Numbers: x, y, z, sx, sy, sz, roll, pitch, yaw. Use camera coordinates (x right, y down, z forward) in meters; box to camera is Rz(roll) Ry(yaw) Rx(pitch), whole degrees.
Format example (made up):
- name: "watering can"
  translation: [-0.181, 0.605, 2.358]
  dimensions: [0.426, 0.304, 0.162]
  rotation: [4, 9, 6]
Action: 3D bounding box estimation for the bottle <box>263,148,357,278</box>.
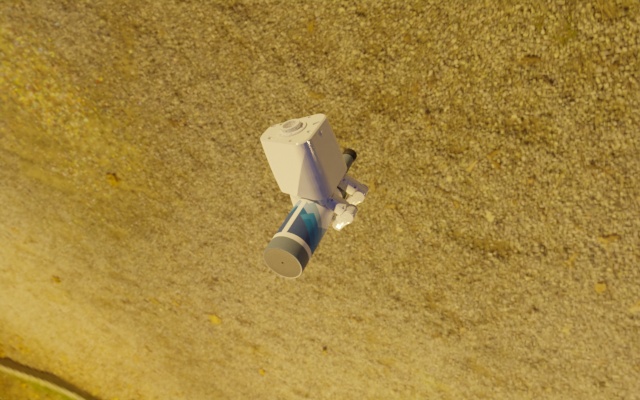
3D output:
- name: "bottle"
  translation: [0.000, 0.003, 0.816]
  dimensions: [0.069, 0.069, 0.295]
  rotation: [0, 39, 30]
